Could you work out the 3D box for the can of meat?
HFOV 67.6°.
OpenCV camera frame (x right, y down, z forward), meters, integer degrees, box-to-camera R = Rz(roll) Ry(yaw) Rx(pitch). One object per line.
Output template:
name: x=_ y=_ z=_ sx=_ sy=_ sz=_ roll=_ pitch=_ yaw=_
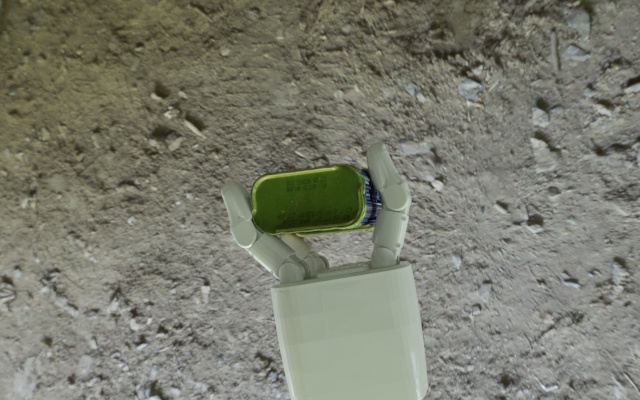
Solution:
can of meat: x=0.000 y=0.001 z=0.416 sx=0.102 sy=0.057 sz=0.084 roll=-7 pitch=-4 yaw=17
